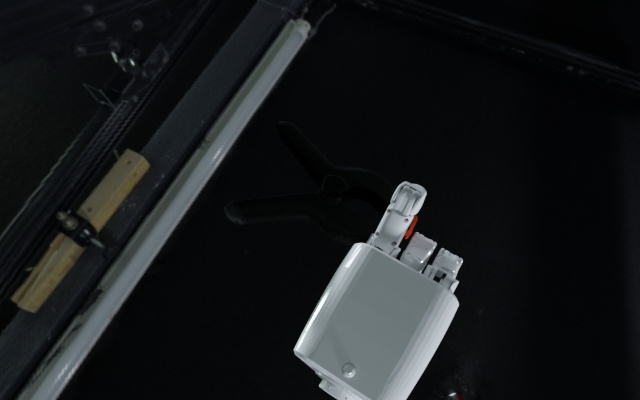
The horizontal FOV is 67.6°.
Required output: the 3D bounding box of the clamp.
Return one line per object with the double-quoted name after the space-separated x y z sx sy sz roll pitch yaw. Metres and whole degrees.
0.000 0.002 0.445 0.171 0.120 0.039 28 -21 16 "clamp"
